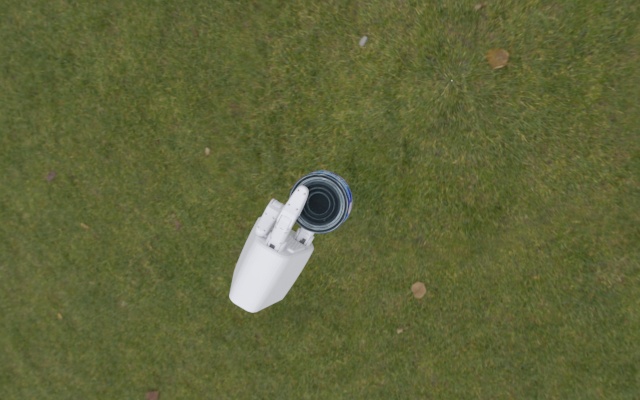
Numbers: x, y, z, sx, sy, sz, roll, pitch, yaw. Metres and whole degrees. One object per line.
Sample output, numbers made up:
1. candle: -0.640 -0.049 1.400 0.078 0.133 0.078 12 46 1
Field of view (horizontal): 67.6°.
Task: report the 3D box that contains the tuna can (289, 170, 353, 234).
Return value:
1. tuna can: 0.000 0.002 0.664 0.086 0.086 0.033 0 9 12
